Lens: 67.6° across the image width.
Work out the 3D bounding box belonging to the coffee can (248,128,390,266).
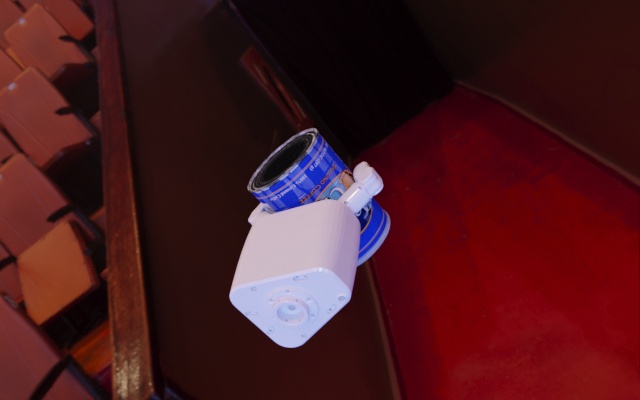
[{"bbox_3d":[0.000,0.002,0.559,0.140,0.102,0.103,48,-22,-22],"label":"coffee can"}]
